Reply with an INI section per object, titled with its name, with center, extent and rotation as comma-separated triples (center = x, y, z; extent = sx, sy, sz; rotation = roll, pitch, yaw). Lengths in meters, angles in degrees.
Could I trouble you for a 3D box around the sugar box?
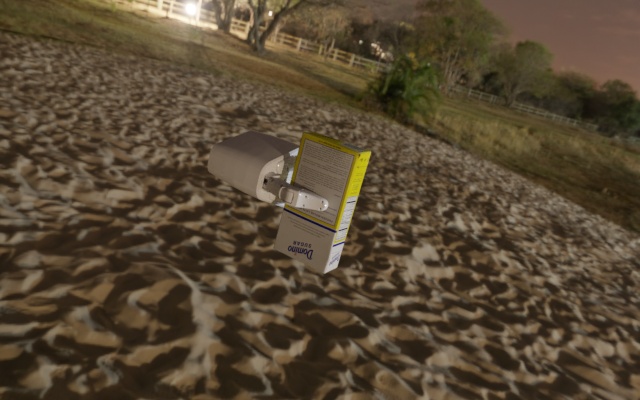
[sugar box]
center = 0.000, 0.002, 0.669
extent = 0.093, 0.176, 0.048
rotation = 24, 19, 26
